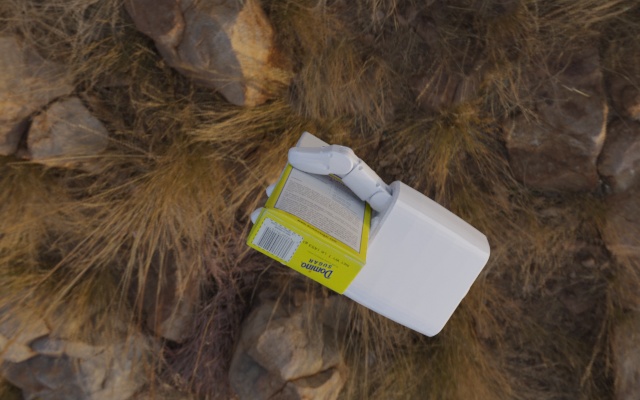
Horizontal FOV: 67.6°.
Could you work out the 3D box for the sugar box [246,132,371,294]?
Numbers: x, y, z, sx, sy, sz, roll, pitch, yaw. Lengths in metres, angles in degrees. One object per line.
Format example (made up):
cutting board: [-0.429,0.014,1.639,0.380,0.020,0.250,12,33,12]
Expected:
sugar box: [0.000,0.002,0.454,0.093,0.048,0.176,30,26,-6]
